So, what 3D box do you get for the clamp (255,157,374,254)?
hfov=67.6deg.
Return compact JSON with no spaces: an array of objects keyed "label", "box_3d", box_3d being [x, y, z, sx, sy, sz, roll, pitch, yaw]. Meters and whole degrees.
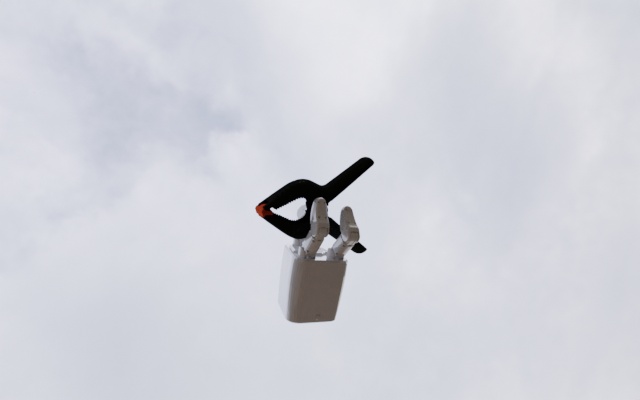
[{"label":"clamp","box_3d":[-0.001,0.003,0.760,0.210,0.164,0.036,5,7,-32]}]
